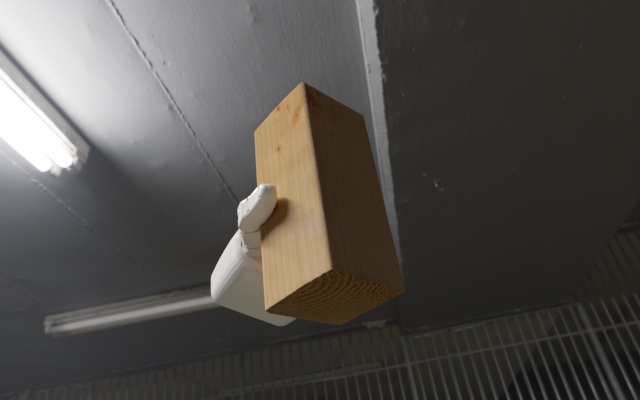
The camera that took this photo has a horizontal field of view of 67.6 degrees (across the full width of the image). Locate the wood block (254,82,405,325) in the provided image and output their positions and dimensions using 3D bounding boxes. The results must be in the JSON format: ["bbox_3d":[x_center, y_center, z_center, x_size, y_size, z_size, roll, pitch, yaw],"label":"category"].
[{"bbox_3d":[0.000,0.002,0.462,0.091,0.206,0.090,20,-43,-36],"label":"wood block"}]
